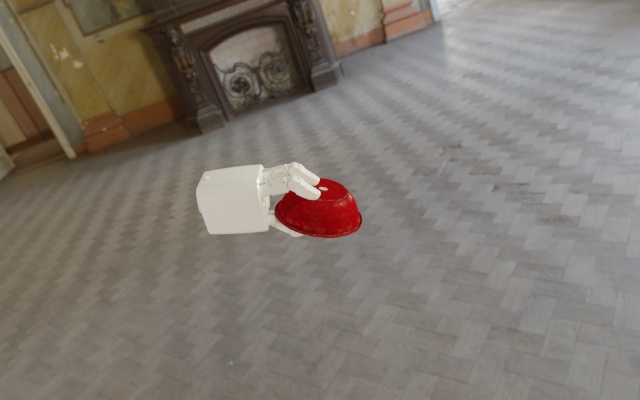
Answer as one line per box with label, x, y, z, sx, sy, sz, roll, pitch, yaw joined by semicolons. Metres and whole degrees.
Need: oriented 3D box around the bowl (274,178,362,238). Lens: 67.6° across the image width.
bowl;0.001;0.002;0.858;0.162;0.055;0.162;7;27;-4
